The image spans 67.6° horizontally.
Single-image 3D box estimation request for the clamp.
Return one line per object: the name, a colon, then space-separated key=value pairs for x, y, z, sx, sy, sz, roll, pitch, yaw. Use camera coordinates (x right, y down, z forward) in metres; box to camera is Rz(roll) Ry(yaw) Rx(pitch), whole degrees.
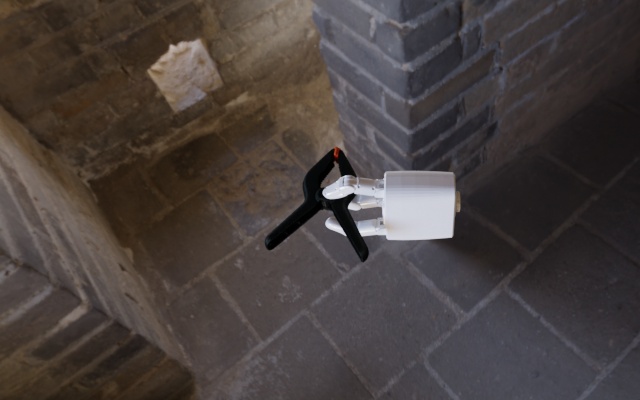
clamp: x=0.000 y=0.002 z=0.781 sx=0.164 sy=0.209 sz=0.036 roll=0 pitch=-32 yaw=9
